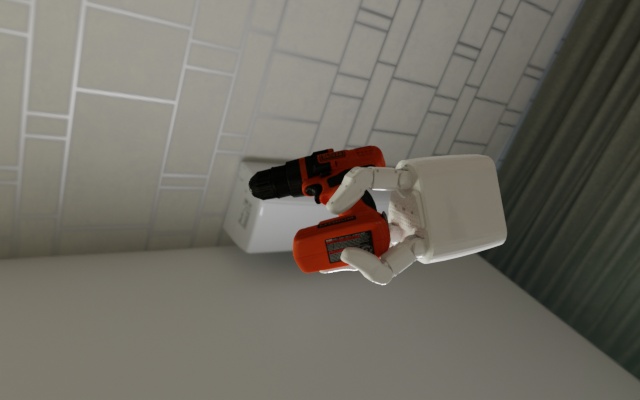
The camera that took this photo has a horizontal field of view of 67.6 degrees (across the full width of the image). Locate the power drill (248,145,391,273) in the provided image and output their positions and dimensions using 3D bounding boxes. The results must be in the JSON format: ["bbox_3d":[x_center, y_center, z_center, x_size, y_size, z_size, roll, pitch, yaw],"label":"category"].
[{"bbox_3d":[0.000,0.002,0.580,0.184,0.057,0.187,-13,36,3],"label":"power drill"}]
